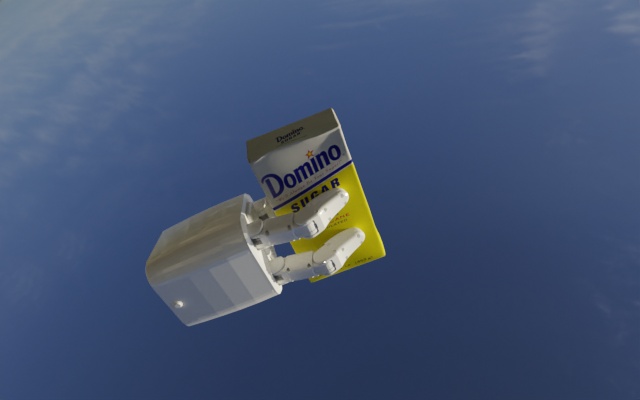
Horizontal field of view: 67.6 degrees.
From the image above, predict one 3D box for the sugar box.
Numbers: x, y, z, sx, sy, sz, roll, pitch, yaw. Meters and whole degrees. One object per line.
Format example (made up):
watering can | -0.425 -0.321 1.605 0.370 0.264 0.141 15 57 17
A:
sugar box | 0.000 0.002 0.497 0.093 0.176 0.048 -21 39 4
